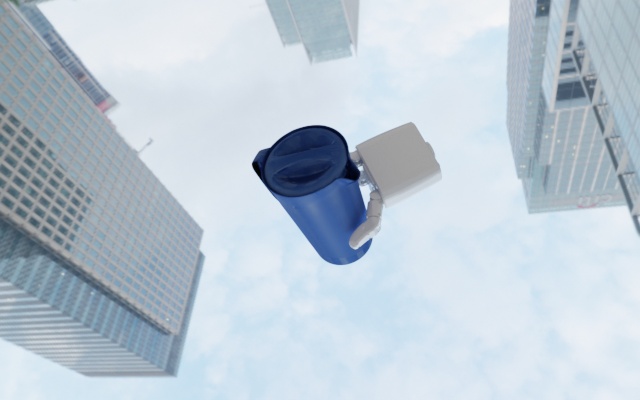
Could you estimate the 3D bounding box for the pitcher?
[{"bbox_3d":[0.000,0.002,0.776,0.145,0.149,0.243,-26,-39,0],"label":"pitcher"}]
